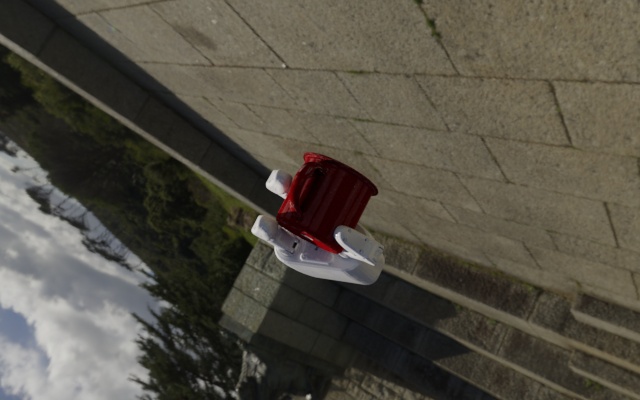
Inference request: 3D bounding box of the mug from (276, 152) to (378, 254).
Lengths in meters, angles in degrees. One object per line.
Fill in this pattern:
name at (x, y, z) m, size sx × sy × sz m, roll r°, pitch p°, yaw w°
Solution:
mug at (0.000, 0.001, 0.510) m, size 0.093 × 0.081 × 0.117 m, roll 23°, pitch -11°, yaw 26°
